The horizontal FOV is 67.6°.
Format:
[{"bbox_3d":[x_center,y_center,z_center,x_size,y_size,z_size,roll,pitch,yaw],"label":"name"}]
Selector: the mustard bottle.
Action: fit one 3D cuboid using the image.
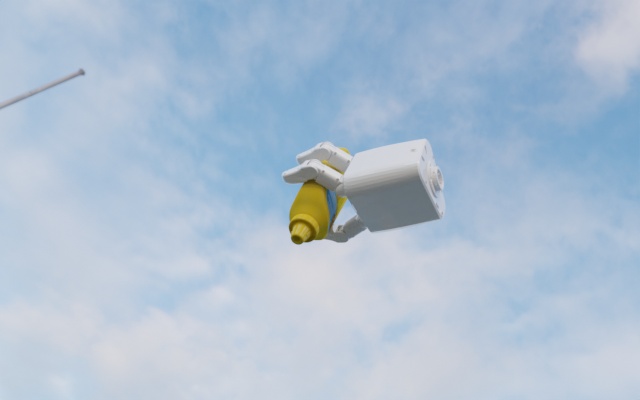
[{"bbox_3d":[0.000,0.002,0.699,0.058,0.096,0.191,10,34,15],"label":"mustard bottle"}]
